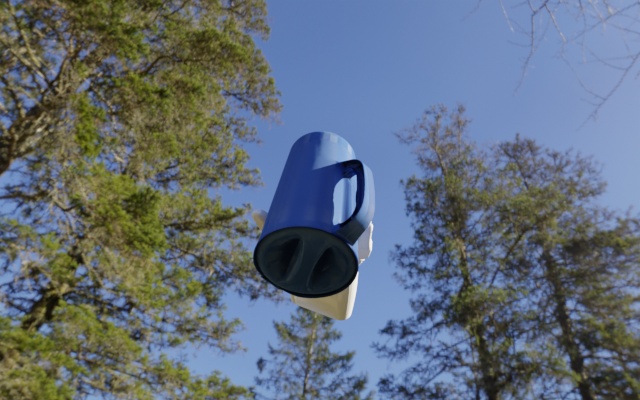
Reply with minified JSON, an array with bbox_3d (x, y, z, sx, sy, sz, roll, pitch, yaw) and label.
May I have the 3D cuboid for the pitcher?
[{"bbox_3d":[0.000,0.002,0.678,0.149,0.145,0.242,3,41,5],"label":"pitcher"}]
